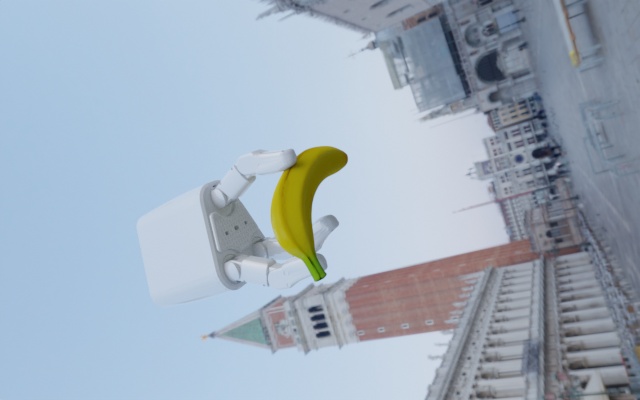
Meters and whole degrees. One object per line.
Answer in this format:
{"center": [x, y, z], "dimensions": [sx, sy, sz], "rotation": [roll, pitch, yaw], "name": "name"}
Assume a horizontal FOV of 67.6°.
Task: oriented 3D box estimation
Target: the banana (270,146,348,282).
{"center": [-0.011, -0.009, 0.471], "dimensions": [0.037, 0.070, 0.197], "rotation": [-24, 29, 28], "name": "banana"}
